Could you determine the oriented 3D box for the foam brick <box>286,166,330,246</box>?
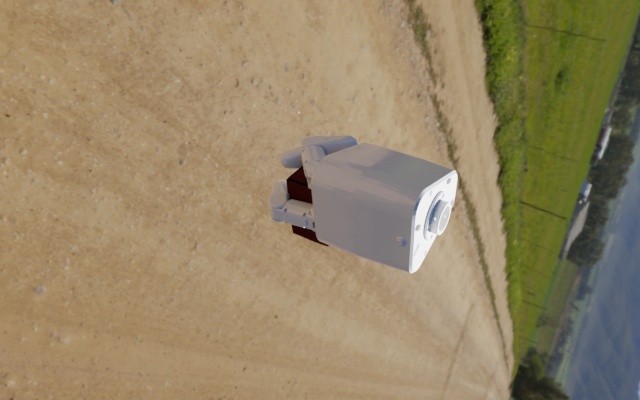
[{"bbox_3d":[0.000,0.002,0.533,0.051,0.078,0.053,19,43,28],"label":"foam brick"}]
